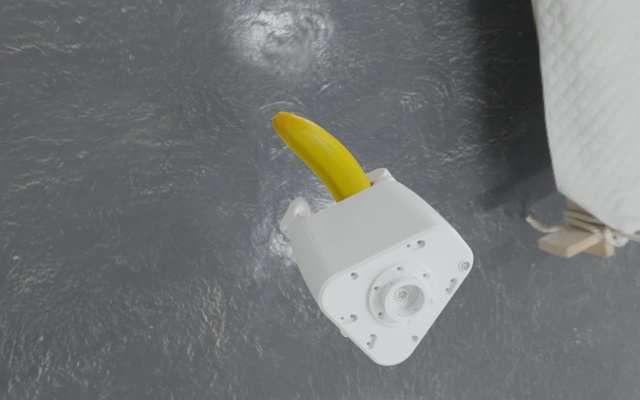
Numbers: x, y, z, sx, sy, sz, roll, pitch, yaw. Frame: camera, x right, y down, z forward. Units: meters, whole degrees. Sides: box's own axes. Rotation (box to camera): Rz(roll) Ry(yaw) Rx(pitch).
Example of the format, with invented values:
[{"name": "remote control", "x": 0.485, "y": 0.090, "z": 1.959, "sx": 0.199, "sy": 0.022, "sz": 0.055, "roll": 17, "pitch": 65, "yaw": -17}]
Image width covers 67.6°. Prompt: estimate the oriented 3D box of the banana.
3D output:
[{"name": "banana", "x": 0.019, "y": -0.001, "z": 0.464, "sx": 0.069, "sy": 0.198, "sz": 0.037, "roll": -18, "pitch": 24, "yaw": 7}]
